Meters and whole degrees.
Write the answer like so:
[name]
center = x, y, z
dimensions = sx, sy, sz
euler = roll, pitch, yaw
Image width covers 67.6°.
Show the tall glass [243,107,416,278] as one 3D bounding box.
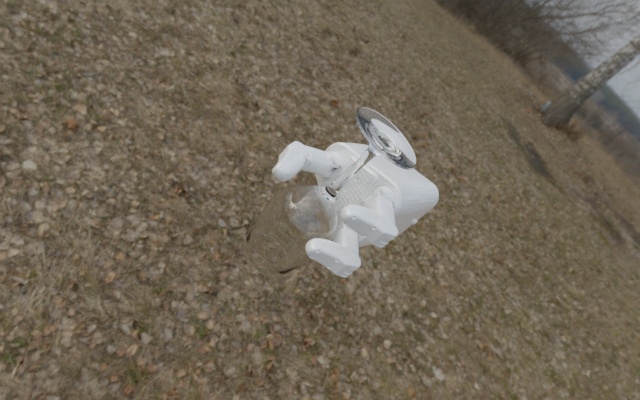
[tall glass]
center = 0.000, 0.001, 0.487
dimensions = 0.079, 0.079, 0.201
euler = 0, -37, -50
